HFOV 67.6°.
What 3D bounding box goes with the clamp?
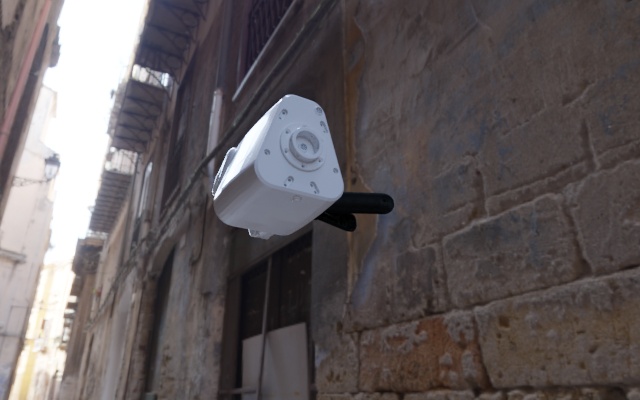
[{"bbox_3d":[0.000,0.001,0.581,0.171,0.039,0.120,13,-26,-27],"label":"clamp"}]
